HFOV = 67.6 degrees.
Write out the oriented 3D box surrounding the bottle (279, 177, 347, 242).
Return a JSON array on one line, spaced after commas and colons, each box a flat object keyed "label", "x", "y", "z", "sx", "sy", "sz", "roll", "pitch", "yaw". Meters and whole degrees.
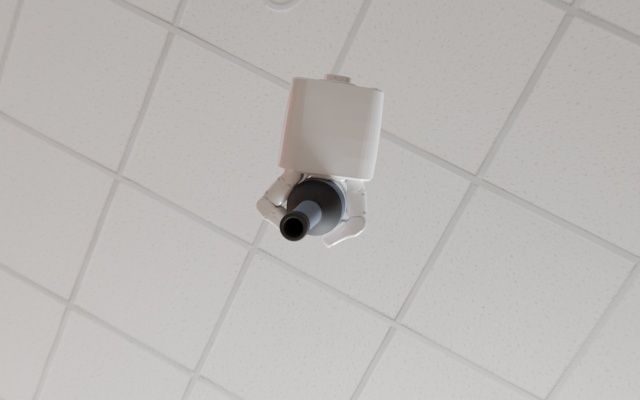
[{"label": "bottle", "x": 0.000, "y": 0.002, "z": 0.585, "sx": 0.069, "sy": 0.069, "sz": 0.295, "roll": 0, "pitch": 9, "yaw": 10}]
